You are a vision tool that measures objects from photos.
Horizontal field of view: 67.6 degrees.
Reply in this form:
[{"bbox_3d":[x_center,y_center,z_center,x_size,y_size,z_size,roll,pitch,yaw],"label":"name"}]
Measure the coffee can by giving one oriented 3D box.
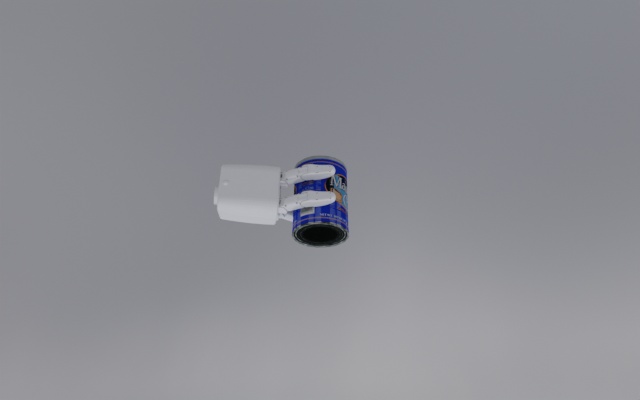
[{"bbox_3d":[0.000,0.003,0.885,0.103,0.140,0.103,0,-30,0],"label":"coffee can"}]
